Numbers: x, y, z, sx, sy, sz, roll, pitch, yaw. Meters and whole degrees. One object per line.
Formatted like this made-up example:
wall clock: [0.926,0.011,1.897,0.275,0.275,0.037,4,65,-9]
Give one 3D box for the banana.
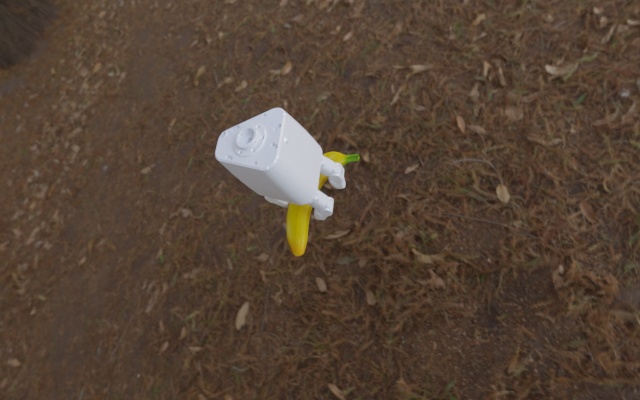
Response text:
banana: [-0.013,-0.007,0.780,0.069,0.197,0.037,24,-12,28]
